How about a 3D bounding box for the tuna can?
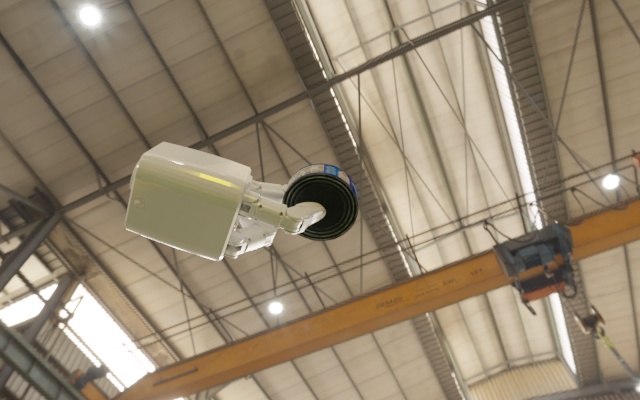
[{"bbox_3d":[0.000,0.002,0.547,0.086,0.086,0.033,0,27,3],"label":"tuna can"}]
